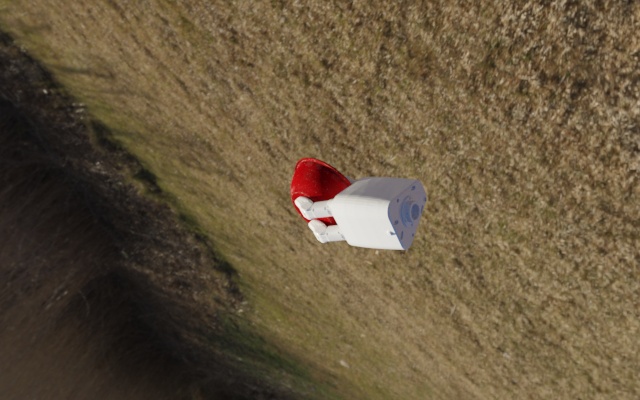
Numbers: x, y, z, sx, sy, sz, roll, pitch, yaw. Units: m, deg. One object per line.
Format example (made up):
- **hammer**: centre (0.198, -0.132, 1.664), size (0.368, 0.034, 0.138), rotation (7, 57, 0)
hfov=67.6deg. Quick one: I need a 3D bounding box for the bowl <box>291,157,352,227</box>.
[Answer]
- **bowl**: centre (-0.001, 0.003, 0.854), size (0.055, 0.162, 0.162), rotation (-46, 24, -26)
